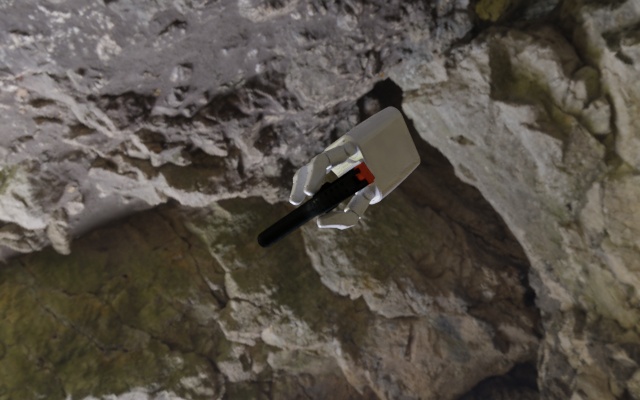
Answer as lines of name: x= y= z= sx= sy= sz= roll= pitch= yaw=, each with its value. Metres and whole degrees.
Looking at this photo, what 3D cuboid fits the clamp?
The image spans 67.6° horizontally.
clamp: x=0.001 y=0.003 z=0.672 sx=0.164 sy=0.036 sz=0.210 roll=-38 pitch=4 yaw=-29
